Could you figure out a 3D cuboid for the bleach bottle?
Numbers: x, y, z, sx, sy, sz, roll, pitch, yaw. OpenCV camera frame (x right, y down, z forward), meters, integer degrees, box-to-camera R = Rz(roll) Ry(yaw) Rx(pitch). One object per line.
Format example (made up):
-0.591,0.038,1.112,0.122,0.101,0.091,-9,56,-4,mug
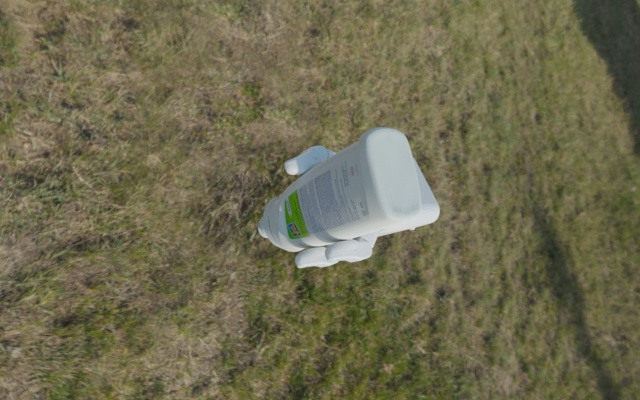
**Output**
0.000,0.002,0.571,0.068,0.102,0.251,-6,-9,-40,bleach bottle
